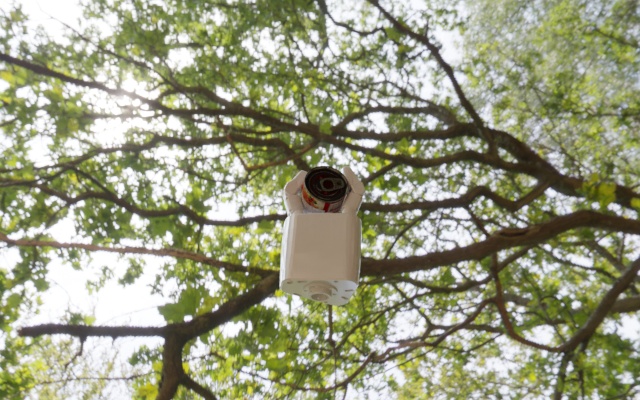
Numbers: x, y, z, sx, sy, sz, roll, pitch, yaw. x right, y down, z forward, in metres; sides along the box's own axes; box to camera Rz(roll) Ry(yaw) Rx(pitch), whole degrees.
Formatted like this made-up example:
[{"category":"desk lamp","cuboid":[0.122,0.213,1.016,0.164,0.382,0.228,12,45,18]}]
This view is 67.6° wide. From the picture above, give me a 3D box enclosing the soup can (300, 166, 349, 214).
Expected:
[{"category":"soup can","cuboid":[0.000,0.002,0.757,0.068,0.068,0.102,0,-34,-13]}]
